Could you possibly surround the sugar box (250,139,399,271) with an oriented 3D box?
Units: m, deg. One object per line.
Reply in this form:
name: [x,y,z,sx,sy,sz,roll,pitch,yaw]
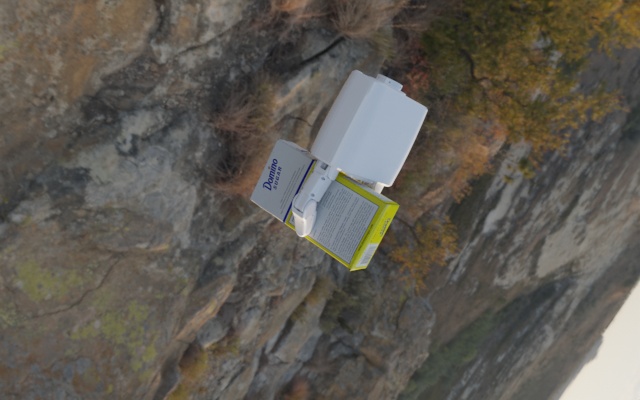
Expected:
sugar box: [0.001,0.002,0.601,0.176,0.093,0.048,34,14,29]
